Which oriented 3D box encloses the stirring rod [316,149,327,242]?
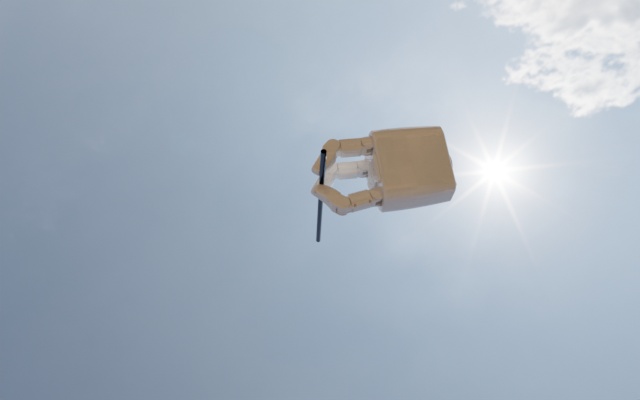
[{"bbox_3d":[0.000,0.002,0.712,0.011,0.011,0.240,0,-33,-2],"label":"stirring rod"}]
